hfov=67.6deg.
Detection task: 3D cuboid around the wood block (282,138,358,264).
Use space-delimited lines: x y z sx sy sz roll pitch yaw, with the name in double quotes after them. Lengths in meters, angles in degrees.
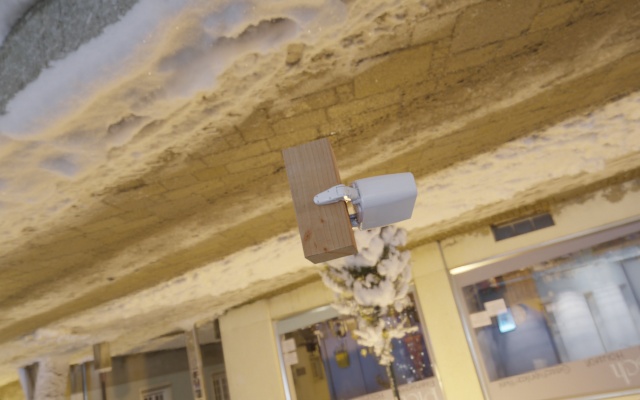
0.001 0.003 0.887 0.090 0.206 0.091 -15 -17 6 "wood block"
